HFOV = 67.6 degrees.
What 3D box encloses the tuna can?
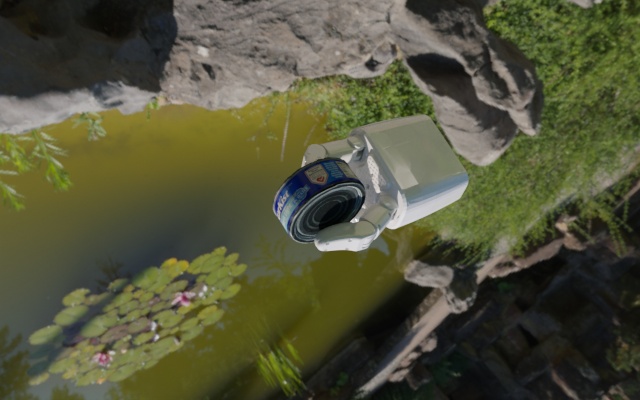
[{"bbox_3d":[0.000,0.002,0.454,0.086,0.033,0.086,-25,-32,-16],"label":"tuna can"}]
